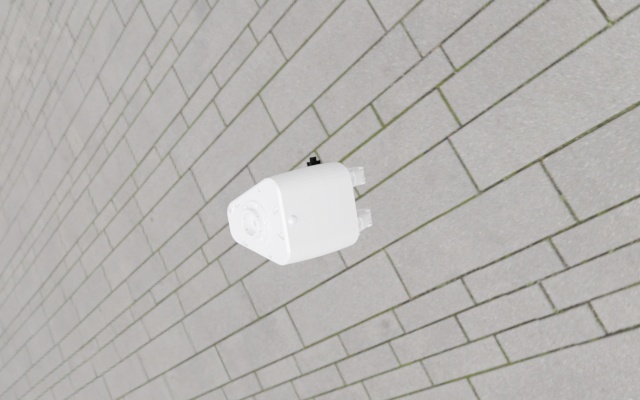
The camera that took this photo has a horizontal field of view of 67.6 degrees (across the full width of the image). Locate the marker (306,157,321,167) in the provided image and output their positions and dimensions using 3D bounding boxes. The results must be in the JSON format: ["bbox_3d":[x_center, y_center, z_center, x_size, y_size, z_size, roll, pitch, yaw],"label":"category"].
[{"bbox_3d":[0.000,0.002,0.632,0.020,0.121,0.020,-10,5,1],"label":"marker"}]
